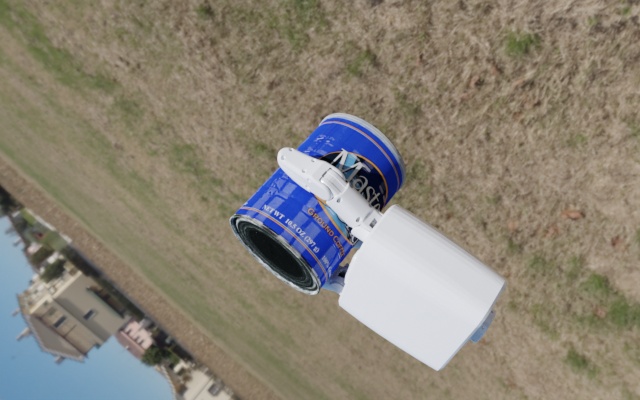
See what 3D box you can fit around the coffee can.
[{"bbox_3d":[0.000,0.001,0.448,0.140,0.103,0.103,-49,25,-23],"label":"coffee can"}]
